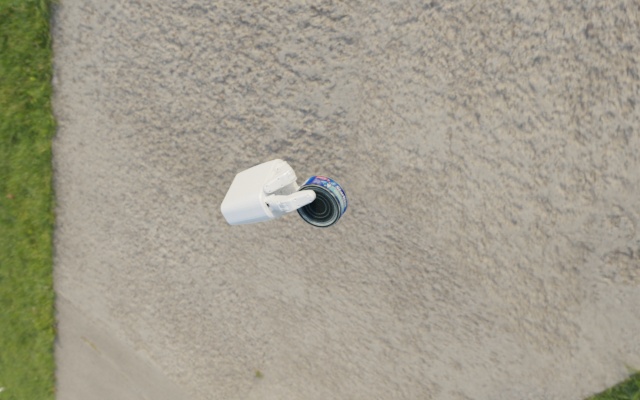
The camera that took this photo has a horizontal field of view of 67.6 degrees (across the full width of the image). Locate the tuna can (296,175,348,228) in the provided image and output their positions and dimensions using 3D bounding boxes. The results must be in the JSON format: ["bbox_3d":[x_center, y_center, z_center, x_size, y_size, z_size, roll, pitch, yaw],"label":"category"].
[{"bbox_3d":[0.000,0.003,0.797,0.086,0.086,0.033,0,29,27],"label":"tuna can"}]
